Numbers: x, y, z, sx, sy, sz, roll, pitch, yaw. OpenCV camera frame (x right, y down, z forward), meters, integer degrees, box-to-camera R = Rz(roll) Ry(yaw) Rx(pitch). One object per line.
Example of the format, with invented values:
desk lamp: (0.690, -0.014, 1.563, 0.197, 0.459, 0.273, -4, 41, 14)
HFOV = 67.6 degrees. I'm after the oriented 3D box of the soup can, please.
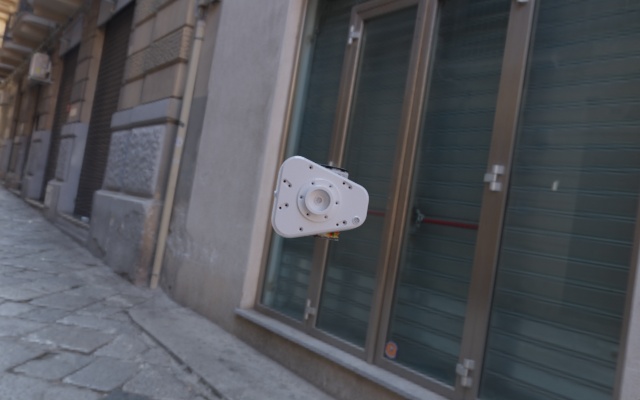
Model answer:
soup can: (0.000, 0.002, 0.691, 0.068, 0.102, 0.068, 9, -2, 0)
